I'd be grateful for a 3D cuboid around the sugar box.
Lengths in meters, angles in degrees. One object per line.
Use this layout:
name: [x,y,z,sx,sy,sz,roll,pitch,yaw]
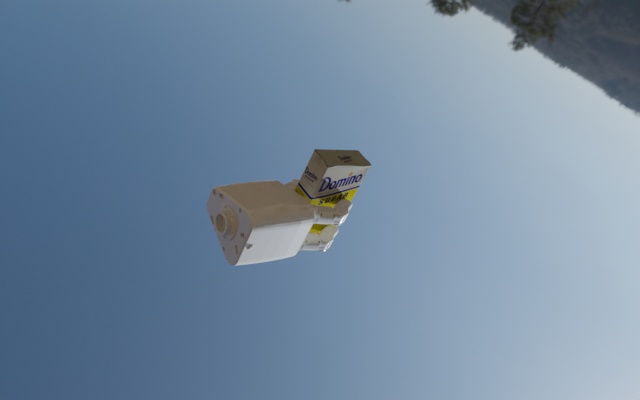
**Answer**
sugar box: [0.000,0.003,0.746,0.093,0.176,0.048,-5,46,-41]
